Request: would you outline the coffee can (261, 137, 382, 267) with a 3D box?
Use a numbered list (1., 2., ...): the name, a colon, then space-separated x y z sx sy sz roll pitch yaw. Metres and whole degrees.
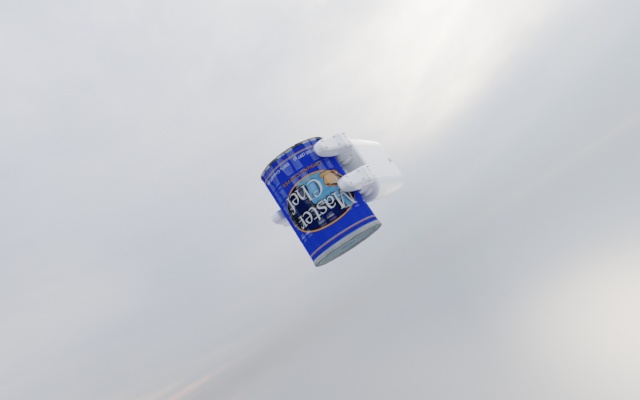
1. coffee can: 0.000 0.002 0.634 0.103 0.140 0.103 -31 -12 -8
